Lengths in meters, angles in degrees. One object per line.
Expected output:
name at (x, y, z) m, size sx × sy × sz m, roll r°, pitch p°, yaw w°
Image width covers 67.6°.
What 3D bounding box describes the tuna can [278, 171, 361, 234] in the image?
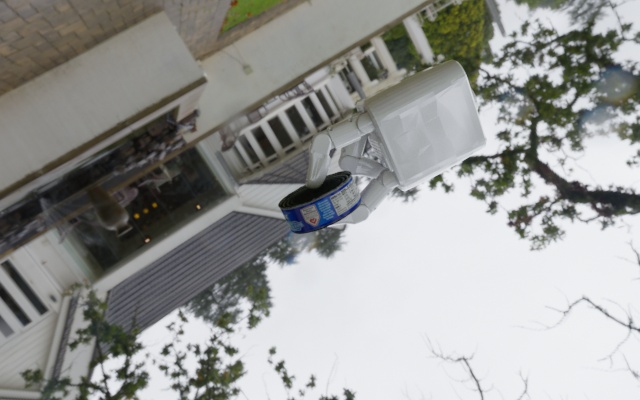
tuna can at (0.000, 0.002, 0.514) m, size 0.086 × 0.034 × 0.086 m, roll -23°, pitch 14°, yaw 6°
